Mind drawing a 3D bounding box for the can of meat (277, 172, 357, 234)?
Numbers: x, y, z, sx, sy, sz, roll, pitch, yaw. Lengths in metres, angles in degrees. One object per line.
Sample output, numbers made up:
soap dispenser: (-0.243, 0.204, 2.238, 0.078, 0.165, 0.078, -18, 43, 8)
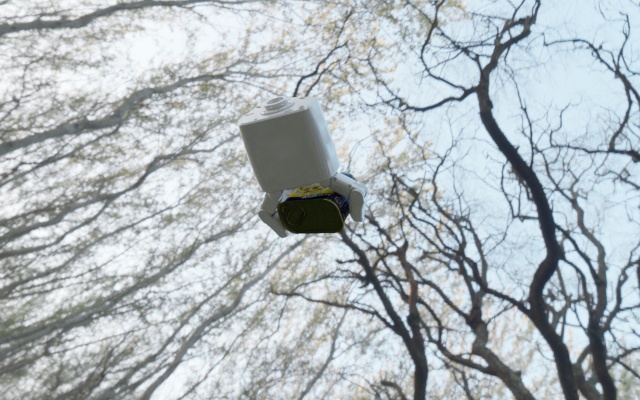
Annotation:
can of meat: (0.000, 0.002, 0.712, 0.102, 0.057, 0.084, -4, 31, 30)
